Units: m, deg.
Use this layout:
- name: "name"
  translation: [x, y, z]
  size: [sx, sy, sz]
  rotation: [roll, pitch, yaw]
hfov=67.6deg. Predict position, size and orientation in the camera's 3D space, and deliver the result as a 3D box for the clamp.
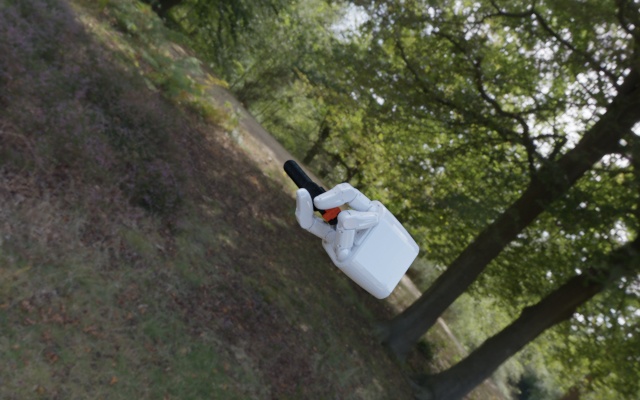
- name: "clamp"
  translation: [0.001, 0.002, 0.772]
  size: [0.120, 0.039, 0.171]
  rotation: [44, 4, -31]
